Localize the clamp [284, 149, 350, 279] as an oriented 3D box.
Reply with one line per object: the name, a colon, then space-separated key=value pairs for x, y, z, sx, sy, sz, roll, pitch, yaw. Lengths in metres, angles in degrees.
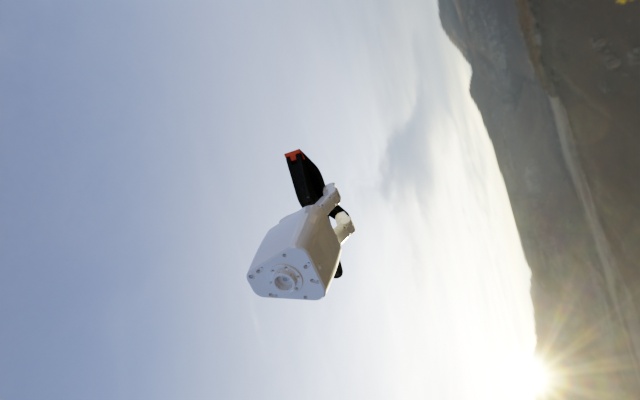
clamp: x=-0.001 y=0.002 z=0.795 sx=0.036 sy=0.210 sz=0.164 roll=-17 pitch=23 yaw=19
